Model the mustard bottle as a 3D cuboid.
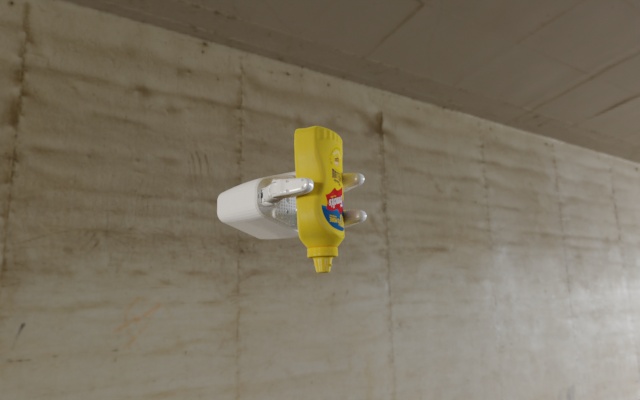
[{"bbox_3d":[0.000,0.002,0.653,0.058,0.191,0.096,-6,-12,21],"label":"mustard bottle"}]
